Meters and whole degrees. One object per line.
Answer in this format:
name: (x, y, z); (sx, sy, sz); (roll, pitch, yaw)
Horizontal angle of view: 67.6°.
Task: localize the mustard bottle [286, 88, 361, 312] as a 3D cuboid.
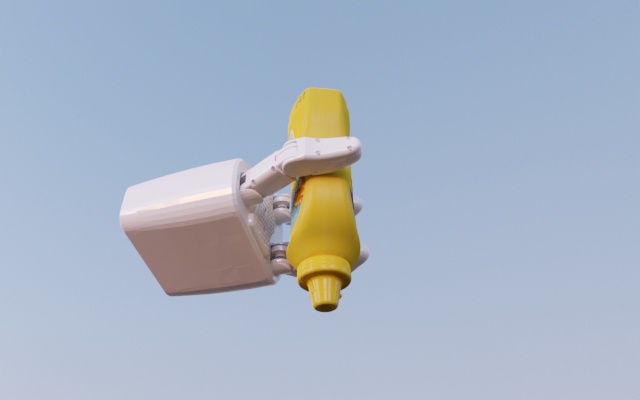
mustard bottle: (0.000, 0.001, 0.402); (0.058, 0.191, 0.096); (4, -37, -8)
